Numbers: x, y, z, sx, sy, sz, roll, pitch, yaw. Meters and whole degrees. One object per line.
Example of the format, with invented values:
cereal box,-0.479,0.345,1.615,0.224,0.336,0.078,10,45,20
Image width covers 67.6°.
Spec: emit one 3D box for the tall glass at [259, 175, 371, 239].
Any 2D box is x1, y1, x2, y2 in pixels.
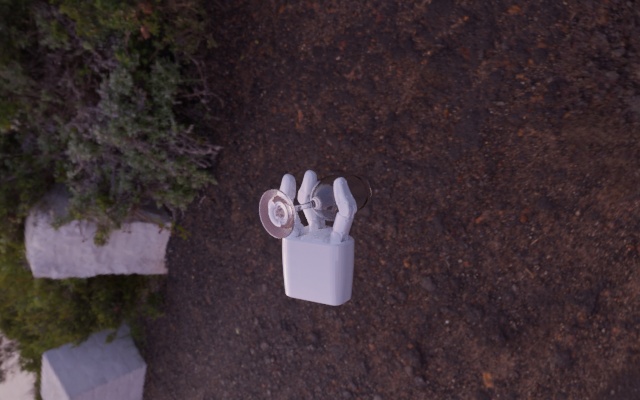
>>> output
tall glass,0.000,0.003,0.770,0.079,0.079,0.201,0,10,41
